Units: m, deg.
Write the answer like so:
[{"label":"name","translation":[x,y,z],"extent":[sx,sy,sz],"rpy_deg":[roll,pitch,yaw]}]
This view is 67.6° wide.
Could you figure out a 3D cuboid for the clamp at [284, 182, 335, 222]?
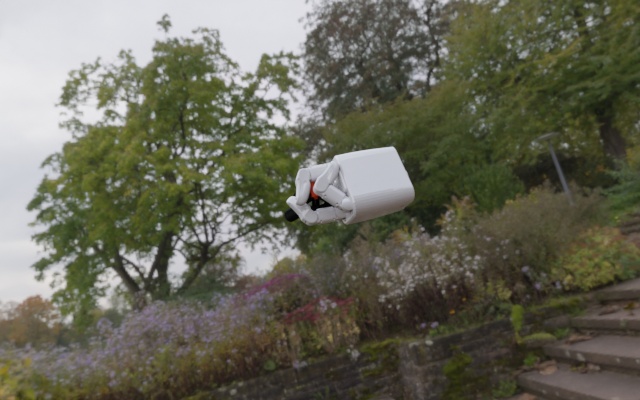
[{"label":"clamp","translation":[0.000,0.002,0.864],"extent":[0.120,0.039,0.171],"rpy_deg":[-12,-12,-12]}]
